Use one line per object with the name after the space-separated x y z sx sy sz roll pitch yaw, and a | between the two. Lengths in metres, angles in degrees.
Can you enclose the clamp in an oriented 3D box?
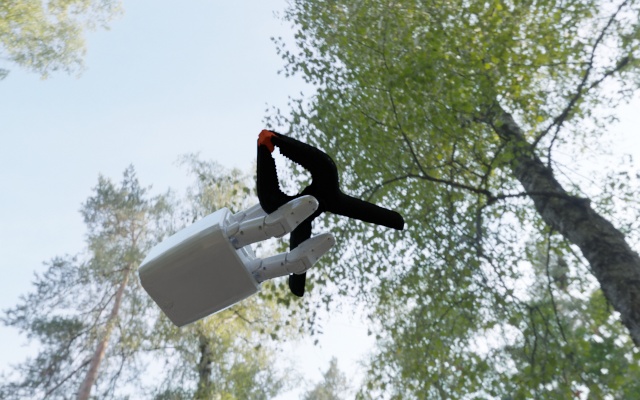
-0.001 0.001 0.550 0.164 0.210 0.036 -28 30 -3 | clamp
